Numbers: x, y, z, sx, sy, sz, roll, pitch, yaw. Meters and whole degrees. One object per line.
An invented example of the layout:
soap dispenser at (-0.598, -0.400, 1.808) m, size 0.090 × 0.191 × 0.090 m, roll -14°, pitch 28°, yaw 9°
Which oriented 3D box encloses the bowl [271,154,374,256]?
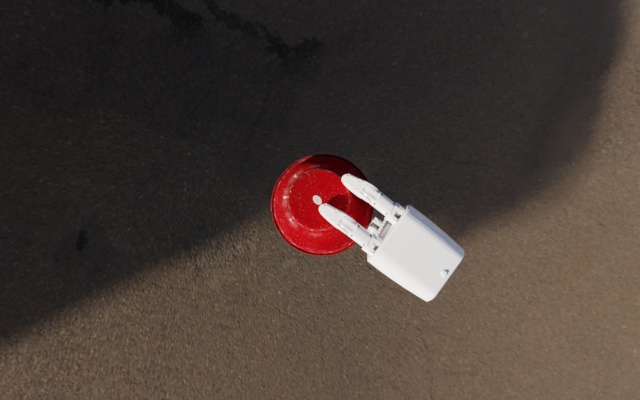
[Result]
bowl at (-0.001, 0.002, 0.720) m, size 0.162 × 0.162 × 0.055 m, roll 0°, pitch -8°, yaw 5°
